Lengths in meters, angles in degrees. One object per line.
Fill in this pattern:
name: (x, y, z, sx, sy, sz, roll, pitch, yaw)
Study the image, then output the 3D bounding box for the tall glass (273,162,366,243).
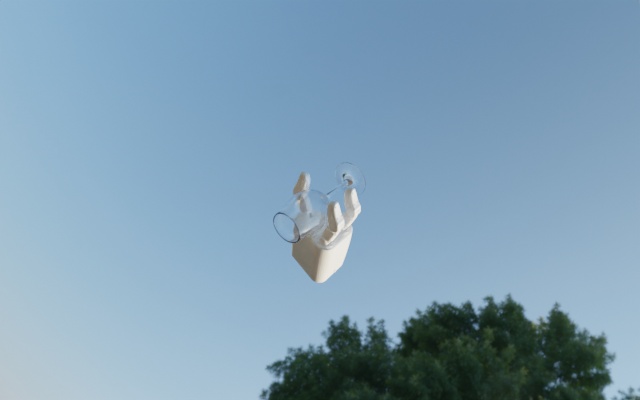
tall glass: (0.001, 0.002, 0.900, 0.079, 0.079, 0.201, 0, 27, 43)
